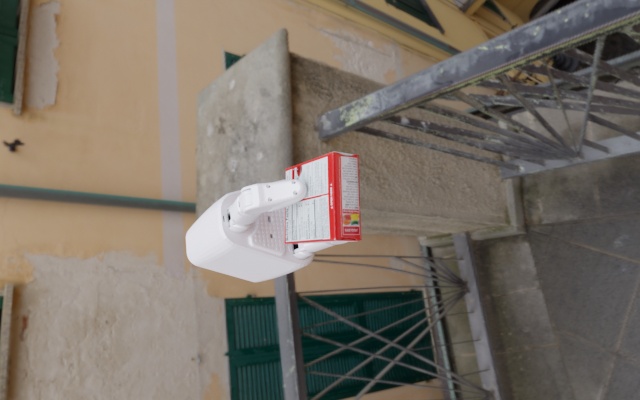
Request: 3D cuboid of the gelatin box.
[{"bbox_3d":[0.000,0.001,0.425,0.030,0.073,0.089,3,-8,-31],"label":"gelatin box"}]
